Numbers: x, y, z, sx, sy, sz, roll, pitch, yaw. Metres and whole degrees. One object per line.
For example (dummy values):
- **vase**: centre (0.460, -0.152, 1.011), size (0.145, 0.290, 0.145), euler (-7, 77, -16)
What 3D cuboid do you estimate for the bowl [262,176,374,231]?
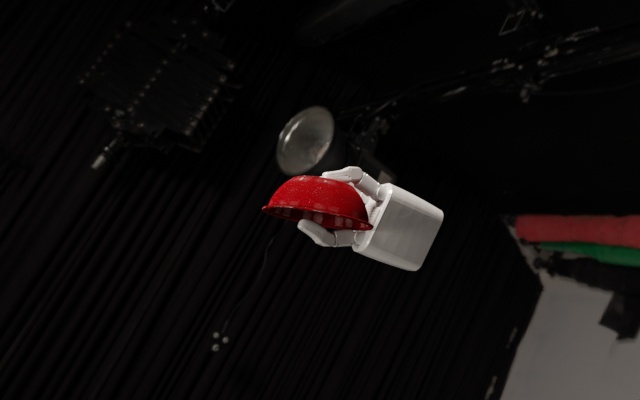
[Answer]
- **bowl**: centre (-0.001, 0.002, 0.688), size (0.162, 0.055, 0.162), euler (9, -9, 1)
